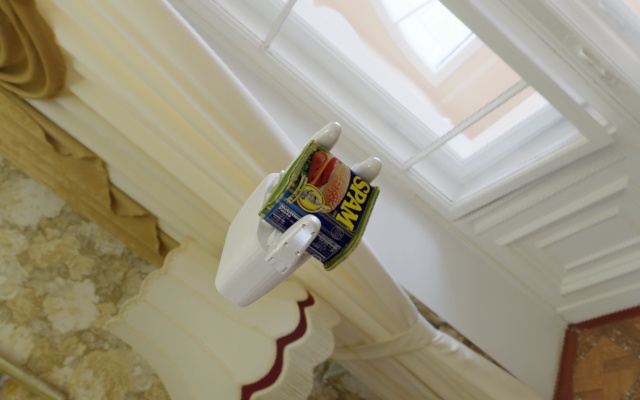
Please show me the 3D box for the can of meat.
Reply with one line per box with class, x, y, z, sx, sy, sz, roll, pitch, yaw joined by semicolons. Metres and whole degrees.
can of meat;0.000;0.001;0.453;0.084;0.102;0.057;37;-48;-9
